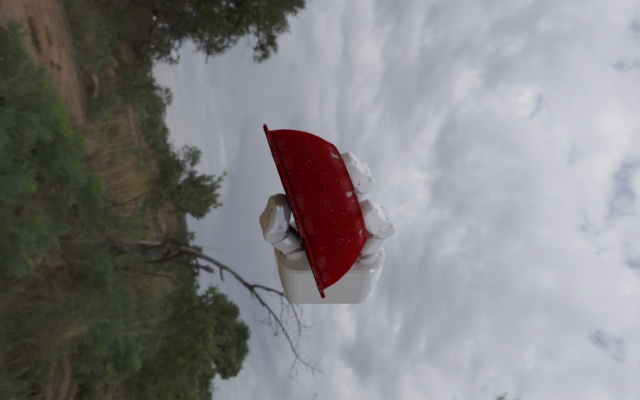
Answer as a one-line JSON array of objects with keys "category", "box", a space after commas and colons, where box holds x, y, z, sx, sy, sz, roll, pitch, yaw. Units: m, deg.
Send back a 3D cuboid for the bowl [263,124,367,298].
[{"category": "bowl", "box": [0.000, 0.001, 0.424, 0.055, 0.162, 0.162, -19, 1, -3]}]
